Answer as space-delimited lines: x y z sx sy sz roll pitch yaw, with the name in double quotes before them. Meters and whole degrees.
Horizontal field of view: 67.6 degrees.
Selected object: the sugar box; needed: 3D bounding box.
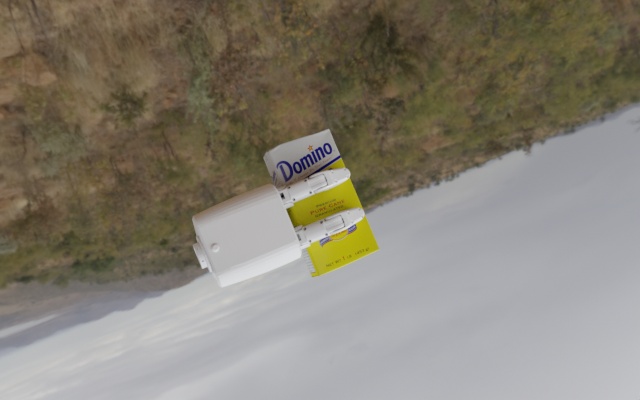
"sugar box" 0.000 0.002 0.632 0.093 0.176 0.048 -22 -2 -18
